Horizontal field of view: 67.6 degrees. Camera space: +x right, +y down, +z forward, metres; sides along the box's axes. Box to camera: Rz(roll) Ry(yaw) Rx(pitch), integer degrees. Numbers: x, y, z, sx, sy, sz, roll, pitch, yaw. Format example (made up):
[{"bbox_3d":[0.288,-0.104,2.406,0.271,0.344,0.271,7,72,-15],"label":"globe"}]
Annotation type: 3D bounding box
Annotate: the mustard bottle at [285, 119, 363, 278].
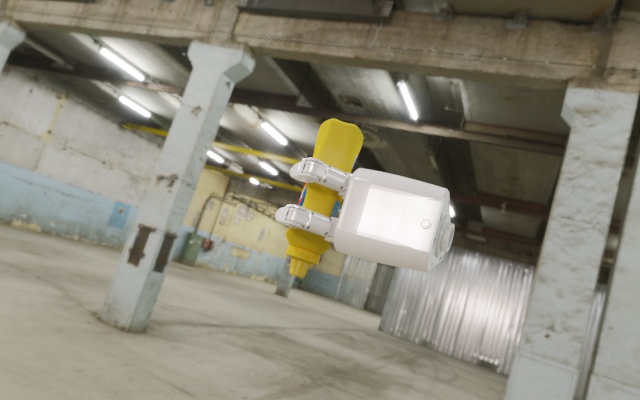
[{"bbox_3d":[0.000,0.002,0.594,0.058,0.191,0.096,17,-9,-1],"label":"mustard bottle"}]
